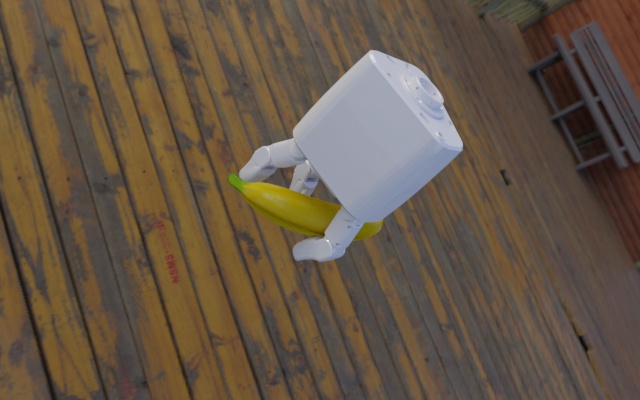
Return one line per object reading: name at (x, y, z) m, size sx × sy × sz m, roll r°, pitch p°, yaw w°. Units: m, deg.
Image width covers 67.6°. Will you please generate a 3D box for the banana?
banana at (0.002, 0.012, 0.500) m, size 0.198 × 0.037 × 0.069 m, roll 18°, pitch 31°, yaw -32°
